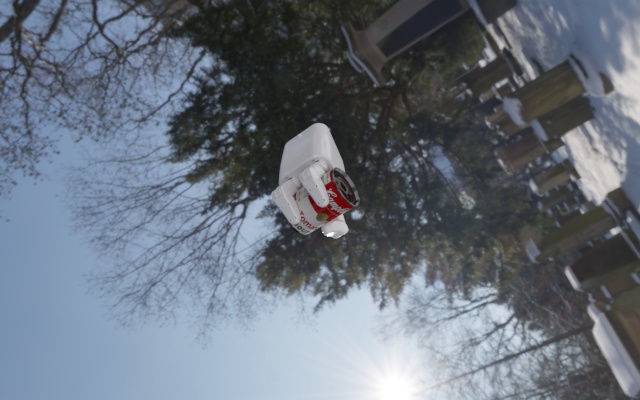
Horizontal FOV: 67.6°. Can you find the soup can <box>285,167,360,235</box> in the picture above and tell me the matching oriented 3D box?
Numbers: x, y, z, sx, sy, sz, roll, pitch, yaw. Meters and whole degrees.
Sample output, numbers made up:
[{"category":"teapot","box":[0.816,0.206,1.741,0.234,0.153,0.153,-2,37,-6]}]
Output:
[{"category":"soup can","box":[0.000,0.003,0.744,0.102,0.068,0.068,-31,-14,23]}]
